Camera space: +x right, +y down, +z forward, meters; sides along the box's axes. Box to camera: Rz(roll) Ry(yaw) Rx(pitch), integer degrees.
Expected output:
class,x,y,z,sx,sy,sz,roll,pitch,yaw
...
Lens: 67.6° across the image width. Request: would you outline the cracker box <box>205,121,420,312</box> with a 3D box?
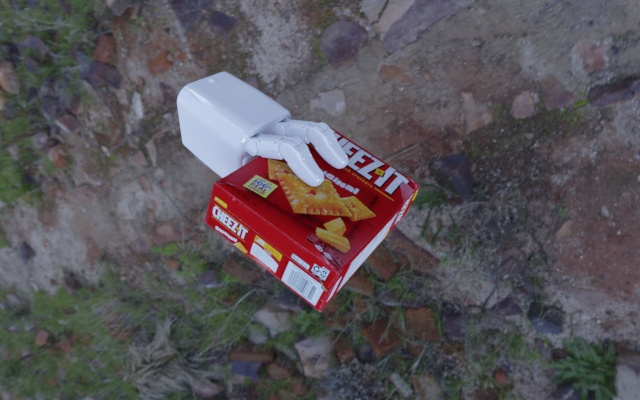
class,x,y,z,sx,sy,sz,roll,pitch,yaw
cracker box,0.000,0.002,0.564,0.164,0.072,0.213,35,41,14
